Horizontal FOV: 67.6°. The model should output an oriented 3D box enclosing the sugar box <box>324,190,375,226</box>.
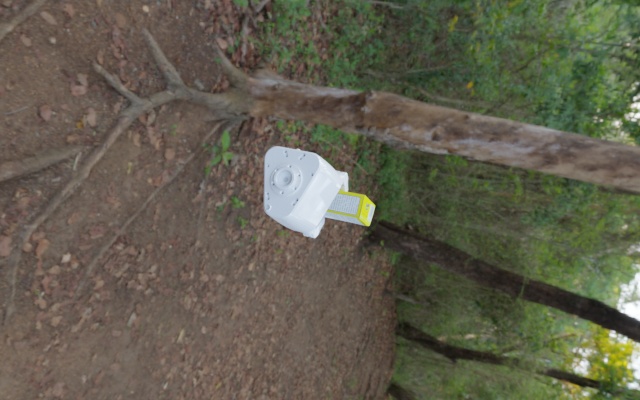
[{"bbox_3d":[0.000,0.002,0.843,0.176,0.048,0.093,13,-8,19],"label":"sugar box"}]
